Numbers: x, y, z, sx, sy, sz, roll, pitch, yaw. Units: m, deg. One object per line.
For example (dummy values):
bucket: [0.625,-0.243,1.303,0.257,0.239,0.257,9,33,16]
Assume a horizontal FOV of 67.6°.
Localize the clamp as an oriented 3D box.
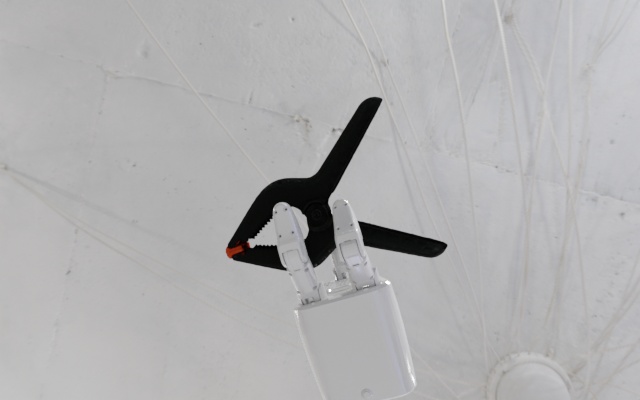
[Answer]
clamp: [0.000,0.002,0.473,0.210,0.164,0.036,-17,-2,10]
